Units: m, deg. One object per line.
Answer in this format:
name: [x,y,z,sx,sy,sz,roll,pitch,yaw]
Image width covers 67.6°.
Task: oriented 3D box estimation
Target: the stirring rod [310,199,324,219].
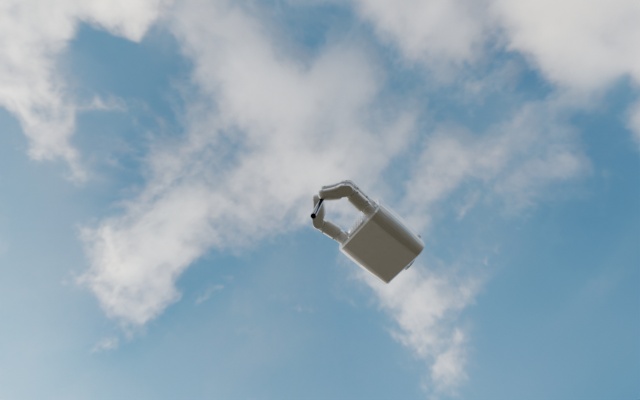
stirring rod: [0.000,0.003,0.787,0.011,0.011,0.239,0,9,5]
